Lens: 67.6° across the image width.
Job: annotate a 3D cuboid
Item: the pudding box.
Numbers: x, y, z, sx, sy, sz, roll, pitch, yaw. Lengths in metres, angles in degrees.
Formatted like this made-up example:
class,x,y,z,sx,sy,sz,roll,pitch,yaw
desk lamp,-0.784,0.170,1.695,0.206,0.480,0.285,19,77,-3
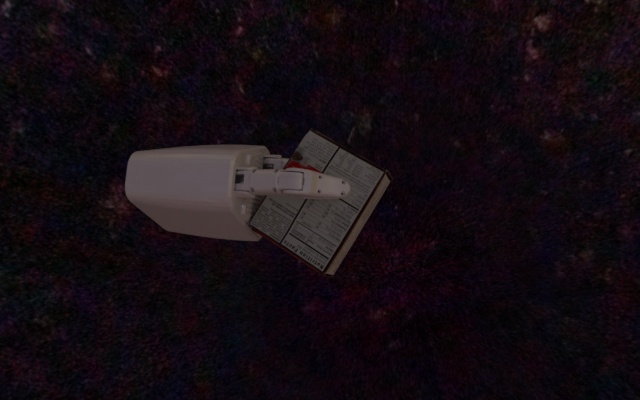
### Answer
class,x,y,z,sx,sy,sz,roll,pitch,yaw
pudding box,0.000,0.001,0.449,0.090,0.113,0.039,32,0,17
